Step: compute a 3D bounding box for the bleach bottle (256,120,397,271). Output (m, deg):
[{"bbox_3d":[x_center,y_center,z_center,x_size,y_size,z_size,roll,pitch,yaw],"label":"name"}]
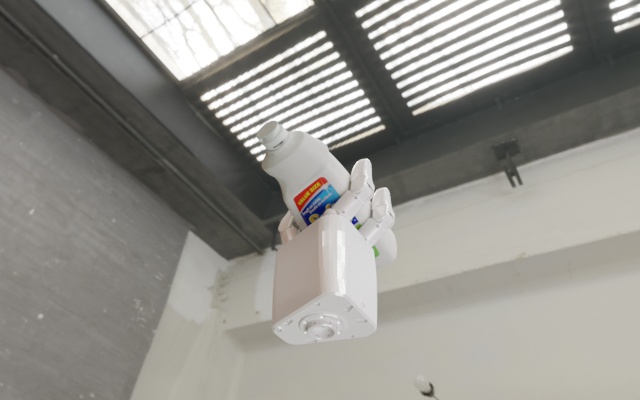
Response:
[{"bbox_3d":[0.000,0.002,0.599,0.102,0.068,0.251,-24,-51,22],"label":"bleach bottle"}]
